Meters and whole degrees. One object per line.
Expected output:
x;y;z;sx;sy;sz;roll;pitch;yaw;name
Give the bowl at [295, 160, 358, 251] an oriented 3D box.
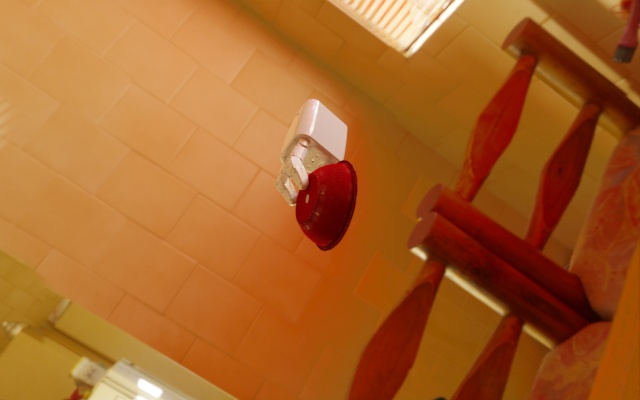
0.000;0.003;0.815;0.055;0.162;0.162;14;-6;-23;bowl
